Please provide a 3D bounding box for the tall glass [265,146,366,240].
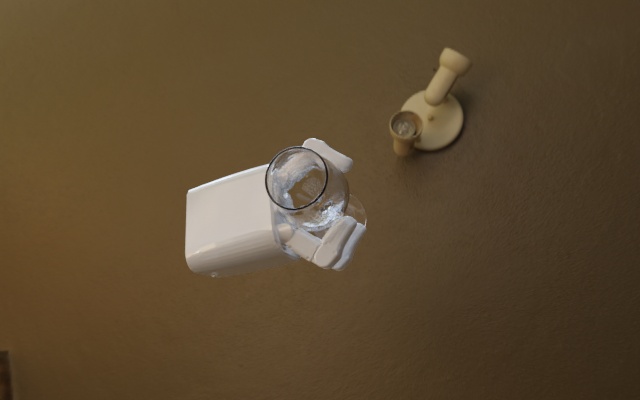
[{"bbox_3d":[0.000,0.002,0.537,0.079,0.079,0.201,0,-14,14],"label":"tall glass"}]
